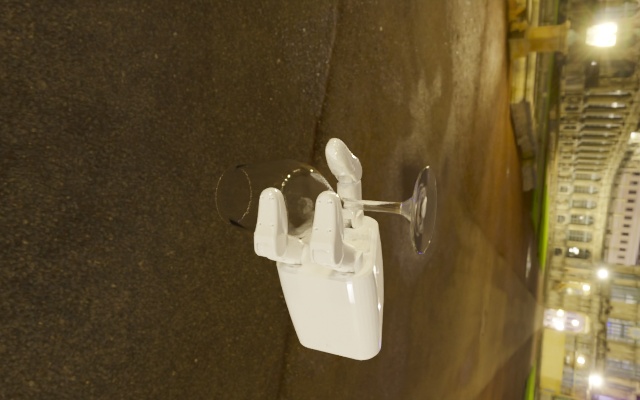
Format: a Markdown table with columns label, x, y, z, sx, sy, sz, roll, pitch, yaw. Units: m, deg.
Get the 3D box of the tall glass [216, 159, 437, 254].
| label | x | y | z | sx | sy | sz | roll | pitch | yaw |
| --- | --- | --- | --- | --- | --- | --- | --- | --- | --- |
| tall glass | 0.001 | 0.001 | 0.447 | 0.201 | 0.079 | 0.079 | 5 | 2 | 27 |
